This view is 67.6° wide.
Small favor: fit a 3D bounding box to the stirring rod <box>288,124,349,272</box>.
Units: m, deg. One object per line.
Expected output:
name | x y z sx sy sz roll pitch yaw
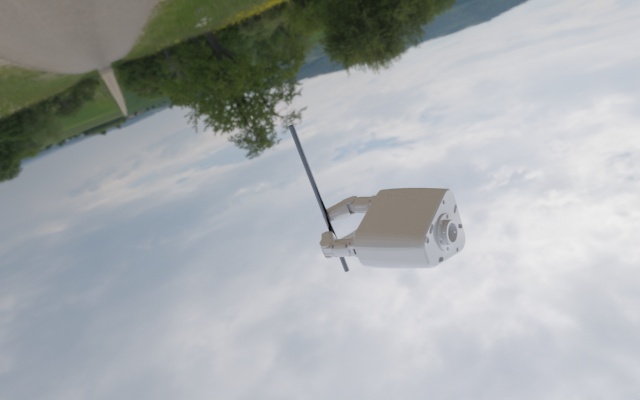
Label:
stirring rod | 0.000 0.002 0.699 0.011 0.240 0.011 -19 19 7
